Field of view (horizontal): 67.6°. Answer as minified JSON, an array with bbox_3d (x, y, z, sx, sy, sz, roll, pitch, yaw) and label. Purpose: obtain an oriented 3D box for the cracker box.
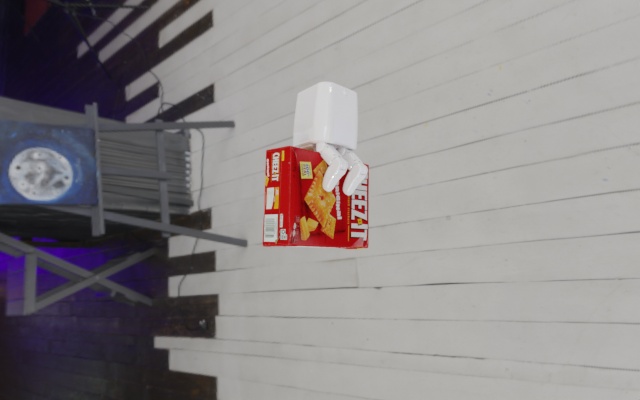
[{"bbox_3d":[0.000,0.003,0.848,0.072,0.164,0.214,-4,-8,43],"label":"cracker box"}]
